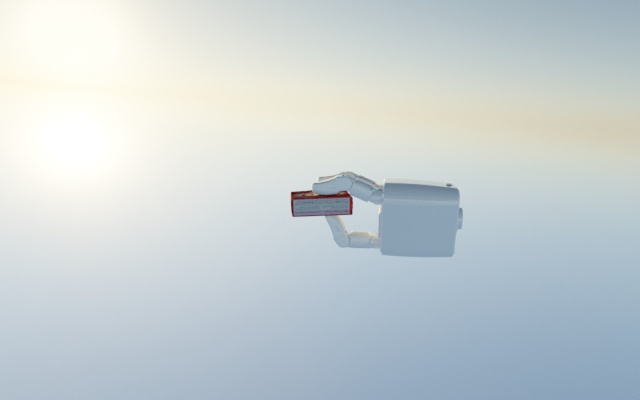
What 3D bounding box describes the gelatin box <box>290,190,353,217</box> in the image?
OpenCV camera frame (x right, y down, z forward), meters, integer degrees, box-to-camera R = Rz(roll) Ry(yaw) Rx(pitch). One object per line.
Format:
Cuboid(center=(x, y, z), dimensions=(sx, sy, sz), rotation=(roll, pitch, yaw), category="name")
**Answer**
Cuboid(center=(0.000, 0.003, 0.709), dimensions=(0.089, 0.030, 0.073), rotation=(-3, 10, -4), category="gelatin box")
